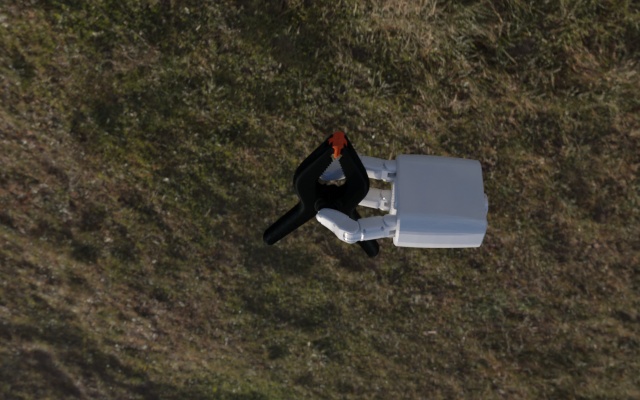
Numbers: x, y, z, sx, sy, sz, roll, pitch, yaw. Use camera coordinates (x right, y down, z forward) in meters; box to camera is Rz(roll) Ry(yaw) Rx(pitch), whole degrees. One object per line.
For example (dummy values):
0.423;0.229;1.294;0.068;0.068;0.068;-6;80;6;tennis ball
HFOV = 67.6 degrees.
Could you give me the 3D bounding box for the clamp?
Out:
0.000;0.002;0.615;0.164;0.036;0.210;1;-44;2;clamp
